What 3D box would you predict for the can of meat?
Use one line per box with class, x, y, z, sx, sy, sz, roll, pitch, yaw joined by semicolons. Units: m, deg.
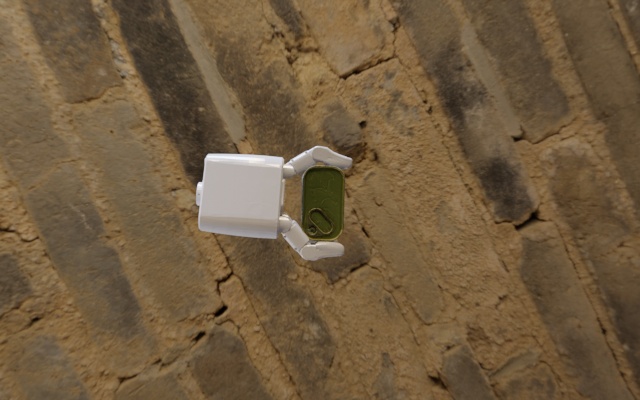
can of meat;0.000;0.002;0.682;0.057;0.102;0.084;1;3;-5
